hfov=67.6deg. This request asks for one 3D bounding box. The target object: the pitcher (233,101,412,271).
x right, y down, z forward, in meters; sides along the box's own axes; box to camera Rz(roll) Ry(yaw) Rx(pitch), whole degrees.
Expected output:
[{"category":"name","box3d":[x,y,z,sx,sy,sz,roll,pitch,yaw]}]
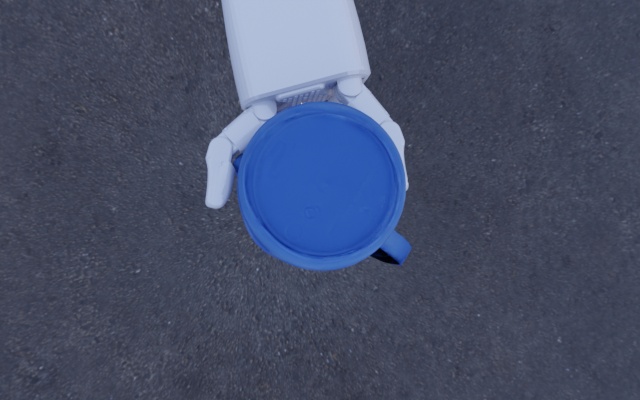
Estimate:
[{"category":"pitcher","box3d":[0.000,0.001,0.412,0.149,0.145,0.243,-11,-1,-6]}]
